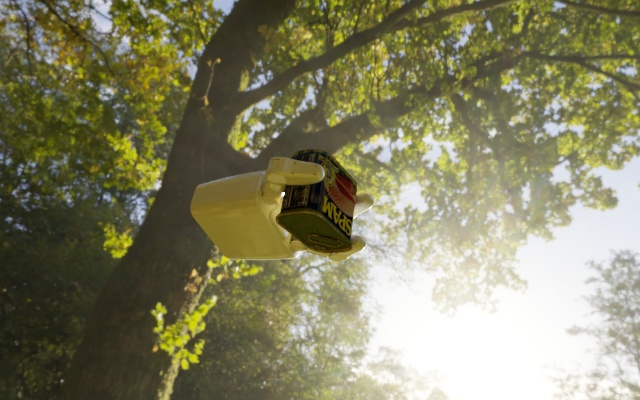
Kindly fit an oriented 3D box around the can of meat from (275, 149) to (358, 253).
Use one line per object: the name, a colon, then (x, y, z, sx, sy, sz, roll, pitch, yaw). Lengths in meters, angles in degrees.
can of meat: (0.000, 0.001, 0.546, 0.057, 0.084, 0.102, -8, -32, 30)
